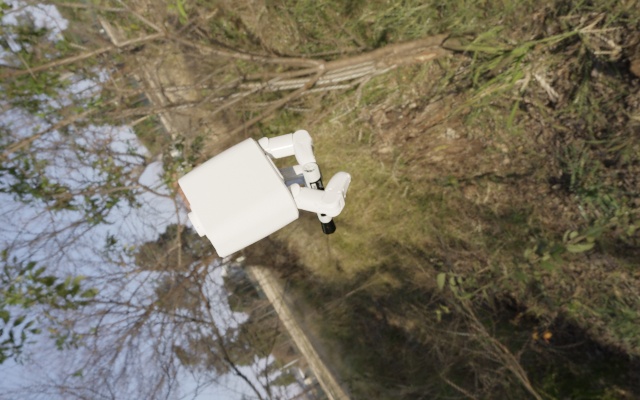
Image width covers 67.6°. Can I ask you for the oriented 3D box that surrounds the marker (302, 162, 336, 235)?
[{"bbox_3d":[0.000,0.002,0.595,0.020,0.020,0.121,0,-41,16],"label":"marker"}]
